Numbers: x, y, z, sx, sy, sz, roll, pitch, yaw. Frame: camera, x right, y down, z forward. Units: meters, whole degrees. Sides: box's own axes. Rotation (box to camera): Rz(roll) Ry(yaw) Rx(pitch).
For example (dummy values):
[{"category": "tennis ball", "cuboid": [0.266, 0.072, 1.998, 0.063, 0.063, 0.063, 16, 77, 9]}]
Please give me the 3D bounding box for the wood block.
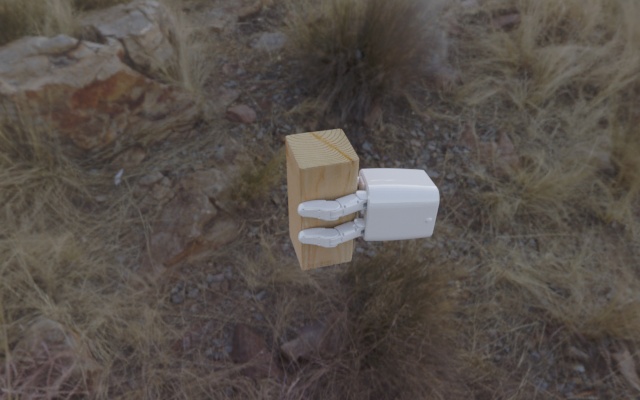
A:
[{"category": "wood block", "cuboid": [0.000, 0.002, 0.754, 0.090, 0.206, 0.090, -9, 41, -12]}]
